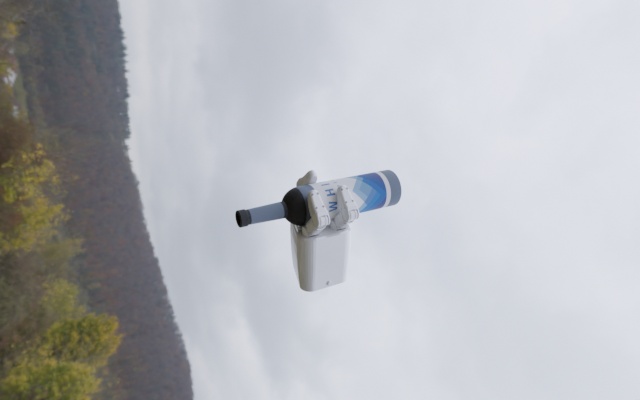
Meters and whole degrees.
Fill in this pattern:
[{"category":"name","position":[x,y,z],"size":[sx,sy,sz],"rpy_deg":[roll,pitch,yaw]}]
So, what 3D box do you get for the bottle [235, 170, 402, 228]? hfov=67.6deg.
[{"category":"bottle","position":[0.000,0.003,0.810],"size":[0.295,0.069,0.069],"rpy_deg":[-12,5,-27]}]
